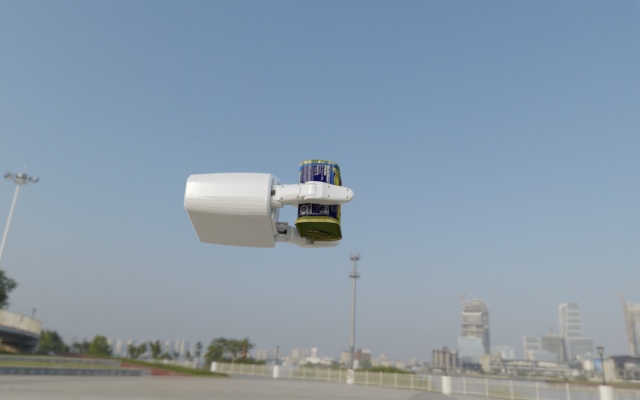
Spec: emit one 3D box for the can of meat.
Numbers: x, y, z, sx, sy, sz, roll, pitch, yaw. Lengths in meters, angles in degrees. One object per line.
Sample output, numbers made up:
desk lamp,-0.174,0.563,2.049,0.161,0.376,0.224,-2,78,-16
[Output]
can of meat,0.000,0.002,0.637,0.057,0.084,0.102,0,-18,5
